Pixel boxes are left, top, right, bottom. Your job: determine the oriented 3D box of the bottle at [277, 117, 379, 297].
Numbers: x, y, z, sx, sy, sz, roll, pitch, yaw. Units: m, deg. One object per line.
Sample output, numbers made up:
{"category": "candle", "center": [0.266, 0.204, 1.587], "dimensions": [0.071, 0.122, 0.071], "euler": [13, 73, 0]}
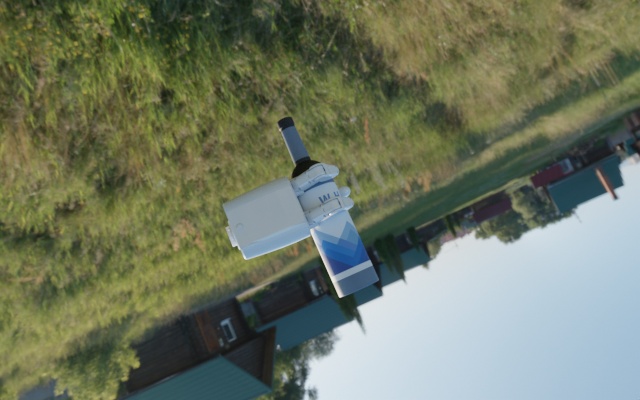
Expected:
{"category": "bottle", "center": [0.000, 0.003, 0.753], "dimensions": [0.069, 0.295, 0.069], "euler": [-23, -9, -4]}
